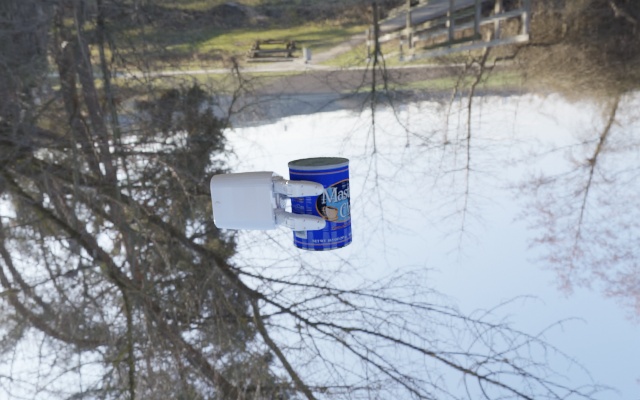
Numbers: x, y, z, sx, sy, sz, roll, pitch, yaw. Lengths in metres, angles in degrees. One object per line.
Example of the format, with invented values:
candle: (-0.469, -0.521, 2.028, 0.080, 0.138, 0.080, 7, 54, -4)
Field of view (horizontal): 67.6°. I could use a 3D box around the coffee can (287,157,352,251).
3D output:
coffee can: (0.000, 0.002, 0.801, 0.103, 0.140, 0.102, -3, 13, 1)
